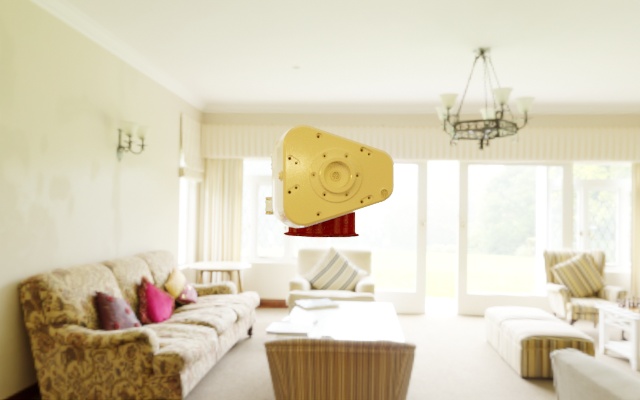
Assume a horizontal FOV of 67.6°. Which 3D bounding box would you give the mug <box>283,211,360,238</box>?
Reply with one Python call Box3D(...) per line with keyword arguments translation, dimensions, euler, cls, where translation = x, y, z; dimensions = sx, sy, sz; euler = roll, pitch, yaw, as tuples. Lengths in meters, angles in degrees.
Box3D(translation=(0.000, 0.002, 0.595), dimensions=(0.093, 0.081, 0.117), euler=(1, 0, -10), cls="mug")
